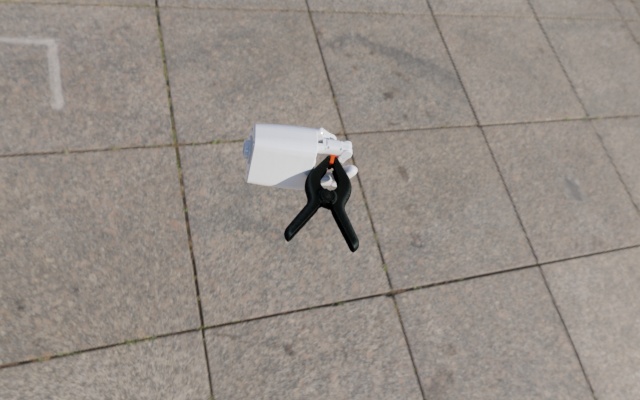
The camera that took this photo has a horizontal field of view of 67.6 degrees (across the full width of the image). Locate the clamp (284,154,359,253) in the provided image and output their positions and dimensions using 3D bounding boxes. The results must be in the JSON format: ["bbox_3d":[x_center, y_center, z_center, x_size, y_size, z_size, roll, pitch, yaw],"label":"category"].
[{"bbox_3d":[0.000,0.002,0.787,0.120,0.171,0.039,5,-27,-14],"label":"clamp"}]
